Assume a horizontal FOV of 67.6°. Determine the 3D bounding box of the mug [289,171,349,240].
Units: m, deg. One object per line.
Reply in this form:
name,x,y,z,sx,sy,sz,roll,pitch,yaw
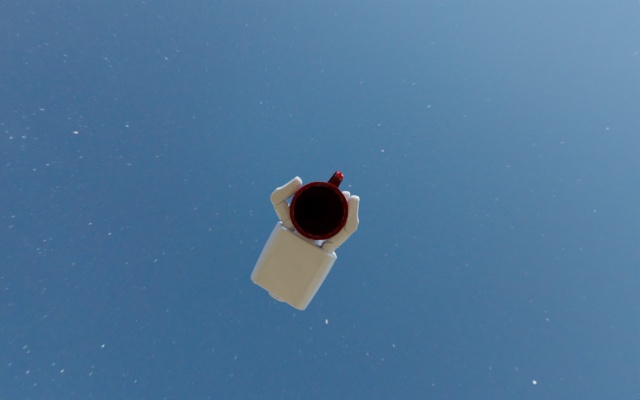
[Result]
mug,0.001,0.001,0.785,0.093,0.117,0.081,30,2,-8
